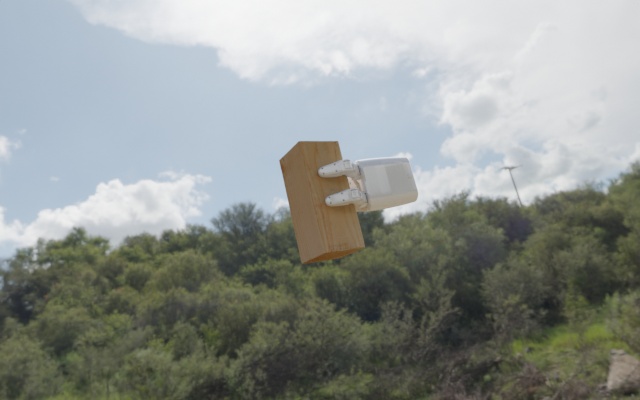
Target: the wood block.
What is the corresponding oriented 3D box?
[{"bbox_3d":[0.000,0.003,0.883,0.090,0.206,0.091,-5,-17,-31],"label":"wood block"}]
